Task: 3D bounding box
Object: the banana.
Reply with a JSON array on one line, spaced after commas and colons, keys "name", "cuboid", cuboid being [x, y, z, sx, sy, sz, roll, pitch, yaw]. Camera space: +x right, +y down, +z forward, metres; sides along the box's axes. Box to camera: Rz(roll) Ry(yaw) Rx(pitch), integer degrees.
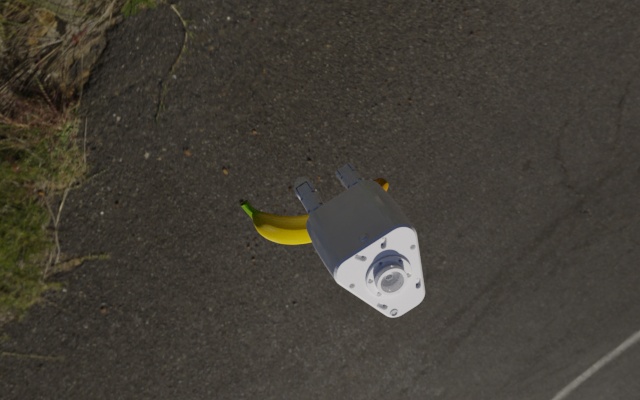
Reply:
[{"name": "banana", "cuboid": [-0.001, 0.020, 0.632, 0.198, 0.070, 0.037, -10, 23, -9]}]
